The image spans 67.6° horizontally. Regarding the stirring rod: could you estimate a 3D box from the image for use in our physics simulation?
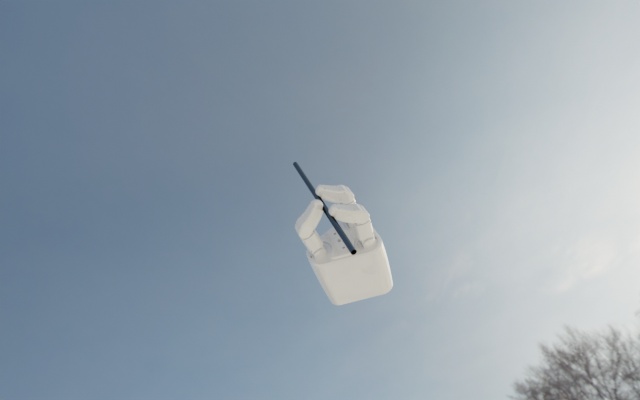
[{"bbox_3d":[0.000,0.002,0.686,0.011,0.011,0.239,0,31,-24],"label":"stirring rod"}]
